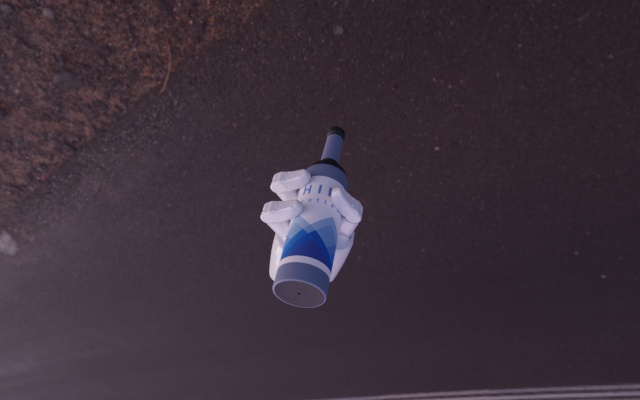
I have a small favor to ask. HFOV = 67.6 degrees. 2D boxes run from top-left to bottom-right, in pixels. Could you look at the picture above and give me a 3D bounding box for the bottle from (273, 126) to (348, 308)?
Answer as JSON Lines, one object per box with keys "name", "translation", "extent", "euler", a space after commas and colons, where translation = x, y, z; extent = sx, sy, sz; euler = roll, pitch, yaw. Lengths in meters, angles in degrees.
{"name": "bottle", "translation": [0.000, 0.002, 0.666], "extent": [0.069, 0.295, 0.069], "euler": [8, -40, 6]}
